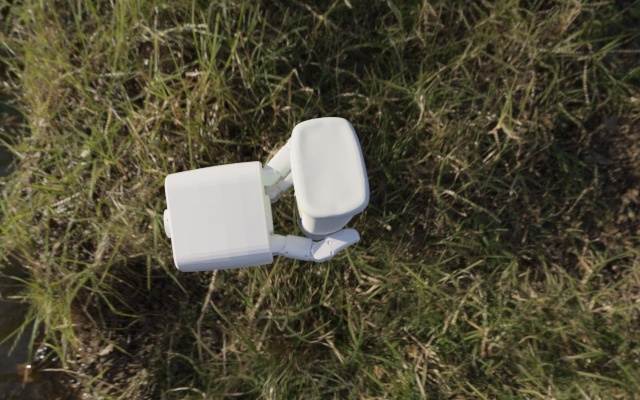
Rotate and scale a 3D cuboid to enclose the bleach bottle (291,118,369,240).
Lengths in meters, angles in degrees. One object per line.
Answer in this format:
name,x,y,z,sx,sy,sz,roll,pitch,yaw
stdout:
bleach bottle,0.000,0.002,0.555,0.068,0.102,0.251,-8,-16,-6
